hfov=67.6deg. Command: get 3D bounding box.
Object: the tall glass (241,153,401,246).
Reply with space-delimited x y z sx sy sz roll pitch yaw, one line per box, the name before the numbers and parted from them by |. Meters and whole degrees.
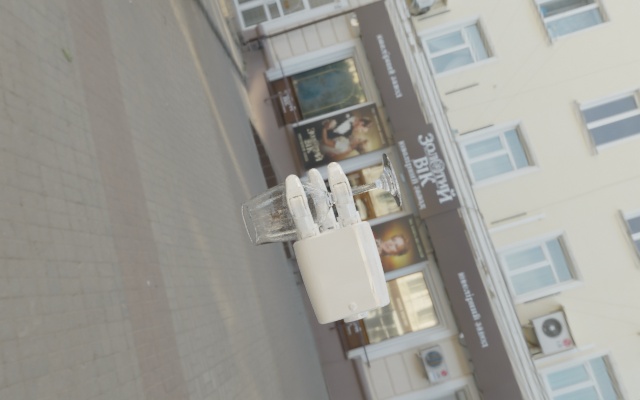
tall glass | 0.001 0.002 0.634 0.201 0.079 0.079 -17 0 1
